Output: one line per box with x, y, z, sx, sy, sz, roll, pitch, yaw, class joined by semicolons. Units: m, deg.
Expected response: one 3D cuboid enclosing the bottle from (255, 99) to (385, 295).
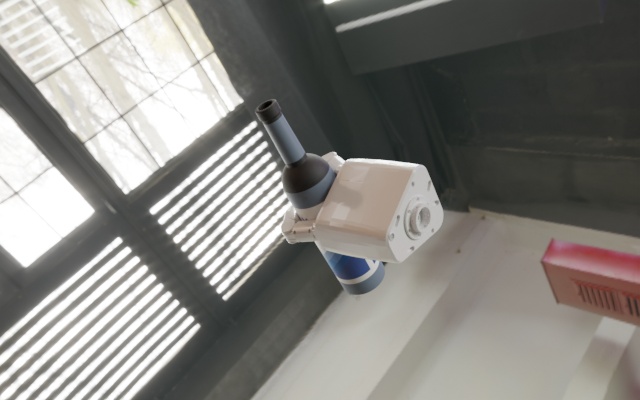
0.000;0.002;0.615;0.069;0.296;0.069;-21;33;14;bottle
